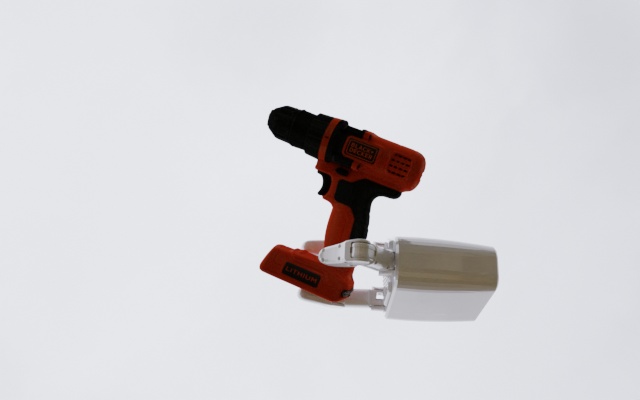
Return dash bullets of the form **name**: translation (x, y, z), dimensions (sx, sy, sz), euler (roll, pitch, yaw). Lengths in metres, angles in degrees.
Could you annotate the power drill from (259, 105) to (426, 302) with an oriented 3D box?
- **power drill**: translation (0.000, 0.002, 0.528), dimensions (0.184, 0.187, 0.057), euler (22, 5, 14)
